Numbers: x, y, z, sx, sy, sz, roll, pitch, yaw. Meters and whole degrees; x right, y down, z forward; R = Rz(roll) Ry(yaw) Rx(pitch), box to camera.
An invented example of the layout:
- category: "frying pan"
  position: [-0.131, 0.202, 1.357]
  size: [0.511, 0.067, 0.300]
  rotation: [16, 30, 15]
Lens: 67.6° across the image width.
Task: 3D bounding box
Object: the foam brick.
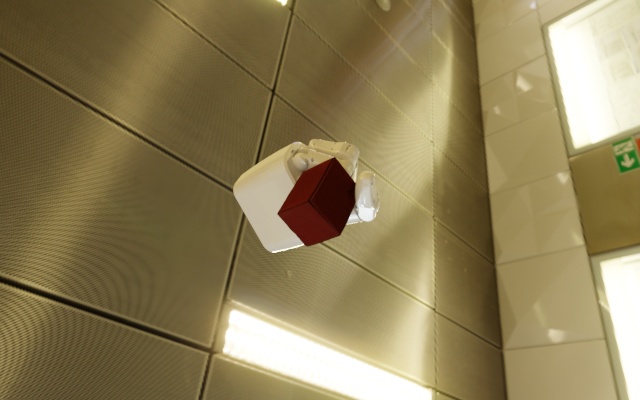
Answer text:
- category: "foam brick"
  position: [0.000, 0.002, 0.515]
  size: [0.051, 0.053, 0.078]
  rotation: [-22, 27, 39]
